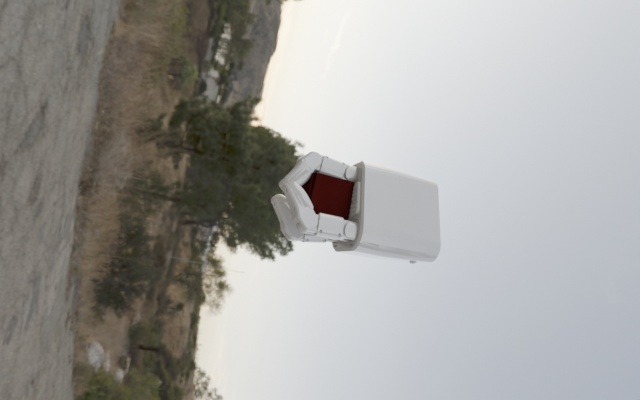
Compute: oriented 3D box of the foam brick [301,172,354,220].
[{"bbox_3d":[0.000,0.002,0.586,0.051,0.053,0.078,13,-10,-16],"label":"foam brick"}]
